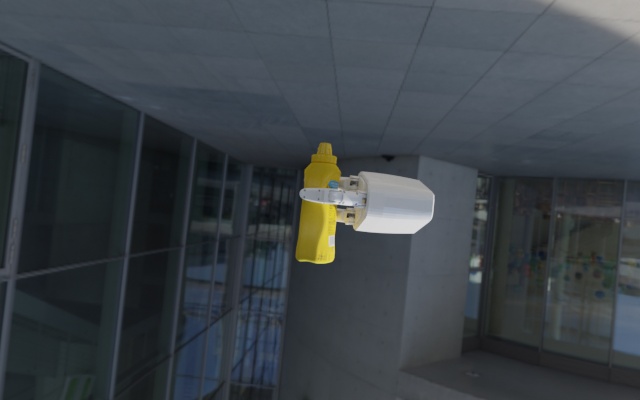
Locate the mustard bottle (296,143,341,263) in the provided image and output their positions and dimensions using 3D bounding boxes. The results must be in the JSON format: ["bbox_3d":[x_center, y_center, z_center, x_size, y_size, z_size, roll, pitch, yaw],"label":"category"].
[{"bbox_3d":[0.000,0.003,0.774,0.058,0.191,0.096,5,-1,18],"label":"mustard bottle"}]
